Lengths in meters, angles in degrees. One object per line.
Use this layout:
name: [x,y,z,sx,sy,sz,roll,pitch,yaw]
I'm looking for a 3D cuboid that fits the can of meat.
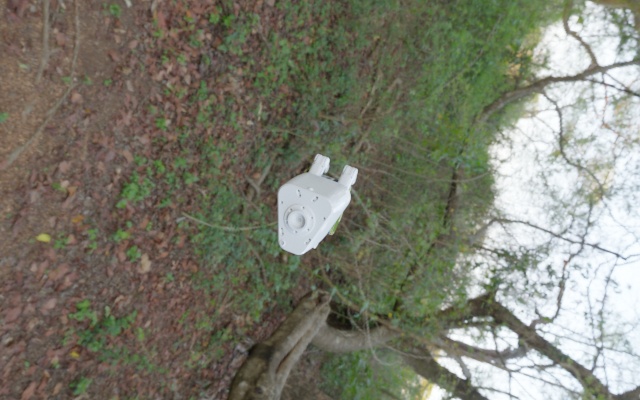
can of meat: [0.000,0.003,0.871,0.084,0.102,0.057,21,13,11]
